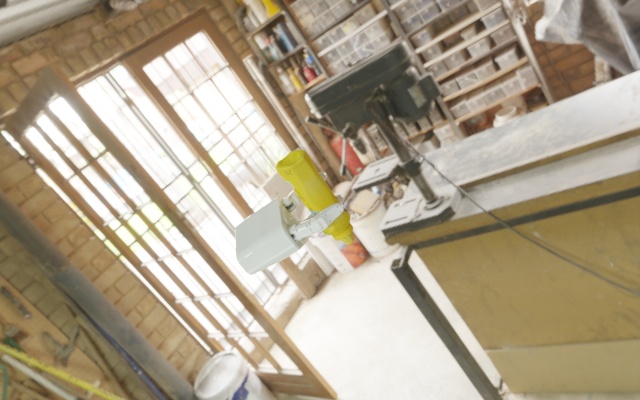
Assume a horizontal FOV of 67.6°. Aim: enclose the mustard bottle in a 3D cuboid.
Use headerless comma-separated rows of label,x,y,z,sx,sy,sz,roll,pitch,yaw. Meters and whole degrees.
mustard bottle,0.000,0.002,0.836,0.058,0.192,0.096,-39,19,-10
